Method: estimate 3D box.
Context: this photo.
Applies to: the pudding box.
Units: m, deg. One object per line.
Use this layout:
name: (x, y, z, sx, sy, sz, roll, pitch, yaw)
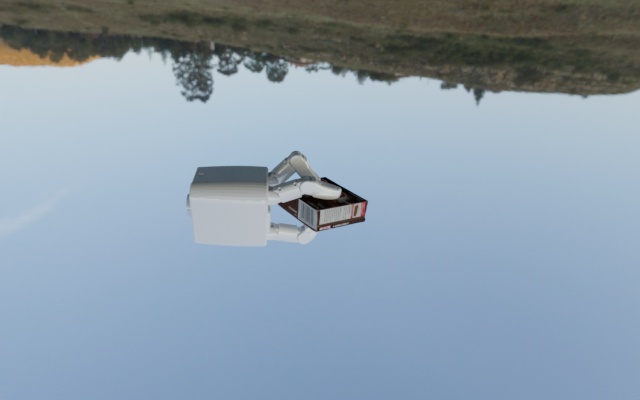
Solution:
pudding box: (0.000, 0.002, 0.705, 0.090, 0.039, 0.113, -11, 29, -33)
